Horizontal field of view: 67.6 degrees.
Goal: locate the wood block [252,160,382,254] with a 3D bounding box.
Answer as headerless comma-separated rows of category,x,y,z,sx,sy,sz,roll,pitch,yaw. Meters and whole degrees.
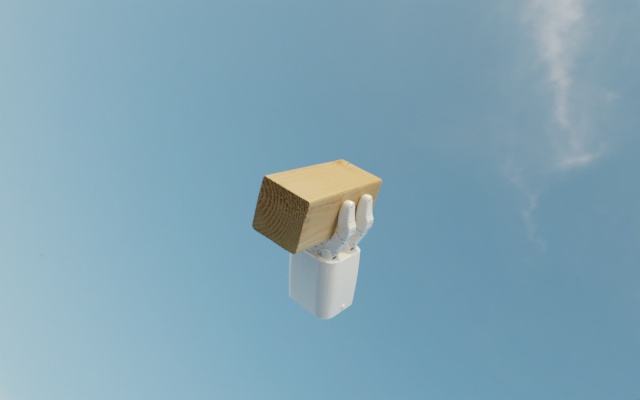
wood block,0.000,0.003,0.764,0.091,0.090,0.206,29,26,27
